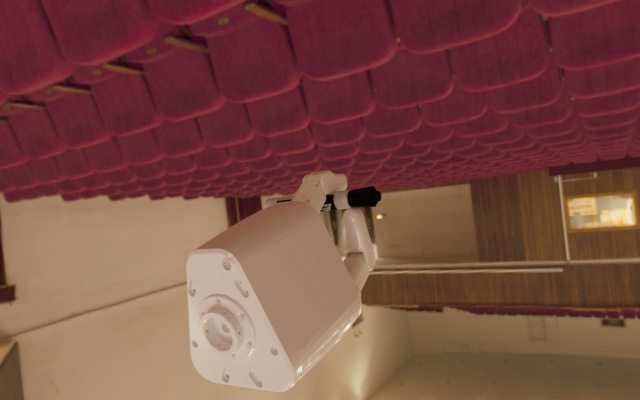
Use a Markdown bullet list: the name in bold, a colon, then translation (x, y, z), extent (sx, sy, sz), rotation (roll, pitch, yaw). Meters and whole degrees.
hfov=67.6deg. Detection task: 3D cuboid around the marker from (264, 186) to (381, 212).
- **marker**: translation (0.000, 0.002, 0.449), extent (0.121, 0.020, 0.020), rotation (-6, -3, 31)
